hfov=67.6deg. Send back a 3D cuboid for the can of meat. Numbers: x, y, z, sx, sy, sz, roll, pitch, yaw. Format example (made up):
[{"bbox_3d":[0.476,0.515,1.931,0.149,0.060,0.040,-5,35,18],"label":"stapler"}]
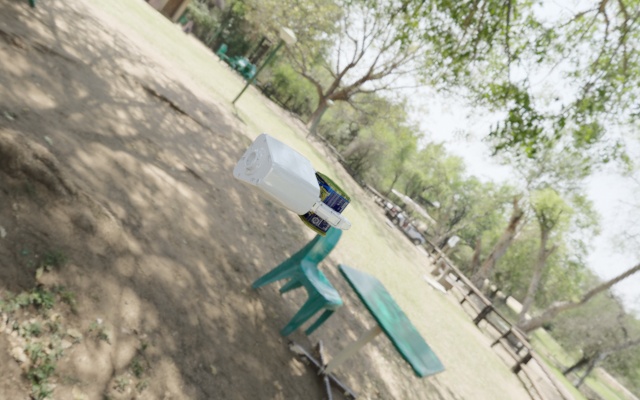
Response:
[{"bbox_3d":[0.000,0.003,0.873,0.057,0.084,0.102,33,9,-35],"label":"can of meat"}]
